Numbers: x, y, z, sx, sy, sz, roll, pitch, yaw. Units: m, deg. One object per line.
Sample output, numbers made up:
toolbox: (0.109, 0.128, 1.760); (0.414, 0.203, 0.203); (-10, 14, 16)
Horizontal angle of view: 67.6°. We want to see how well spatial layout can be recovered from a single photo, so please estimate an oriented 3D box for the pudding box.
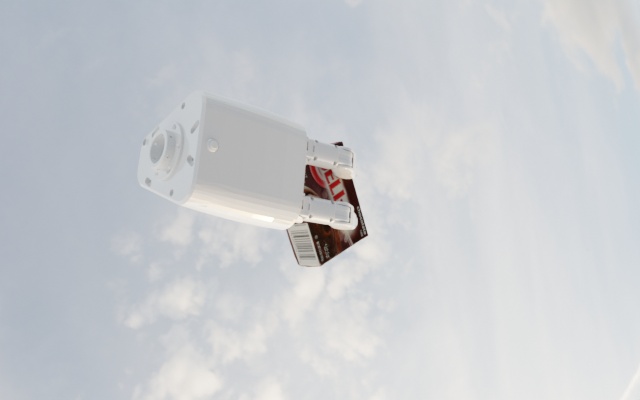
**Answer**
pudding box: (0.000, 0.002, 0.504); (0.039, 0.113, 0.090); (-6, 13, 42)
